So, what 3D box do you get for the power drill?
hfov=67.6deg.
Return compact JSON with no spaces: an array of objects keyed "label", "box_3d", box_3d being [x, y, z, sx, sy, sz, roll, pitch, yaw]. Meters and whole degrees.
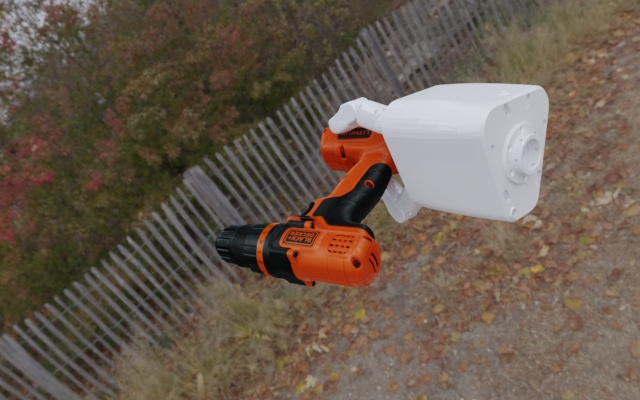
[{"label":"power drill","box_3d":[0.000,0.001,0.489,0.184,0.187,0.057,5,-41,34]}]
